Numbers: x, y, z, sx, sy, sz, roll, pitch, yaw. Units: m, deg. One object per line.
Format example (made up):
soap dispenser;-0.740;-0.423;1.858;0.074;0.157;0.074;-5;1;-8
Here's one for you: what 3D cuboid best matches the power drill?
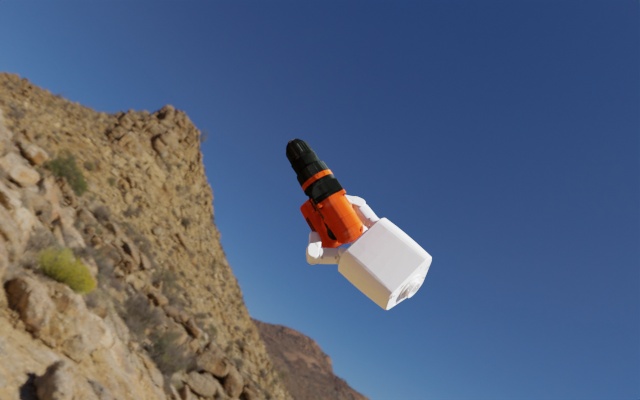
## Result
power drill;0.000;0.003;0.794;0.057;0.184;0.188;-29;-14;-8
